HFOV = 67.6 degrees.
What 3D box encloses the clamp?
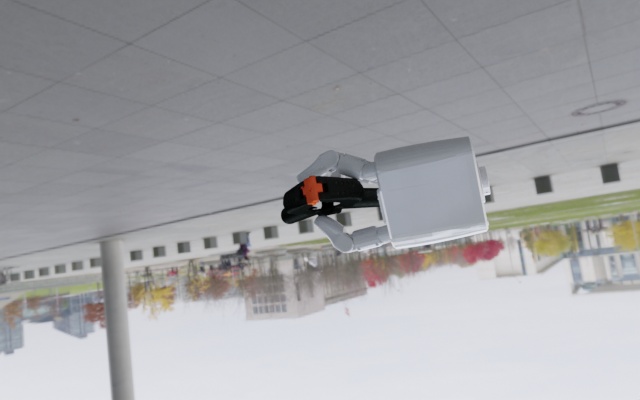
[{"bbox_3d":[0.000,0.003,0.588,0.164,0.036,0.210,-13,-8,16],"label":"clamp"}]
